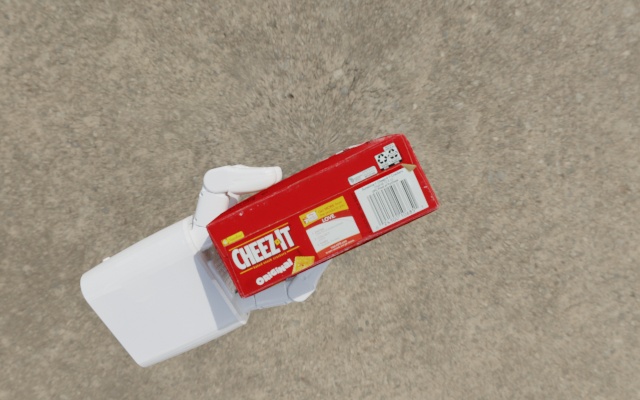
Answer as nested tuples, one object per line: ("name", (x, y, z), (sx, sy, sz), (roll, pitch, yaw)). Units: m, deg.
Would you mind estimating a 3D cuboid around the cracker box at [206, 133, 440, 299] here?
("cracker box", (0.000, 0.002, 0.451), (0.164, 0.072, 0.213), (-26, 5, 2))
